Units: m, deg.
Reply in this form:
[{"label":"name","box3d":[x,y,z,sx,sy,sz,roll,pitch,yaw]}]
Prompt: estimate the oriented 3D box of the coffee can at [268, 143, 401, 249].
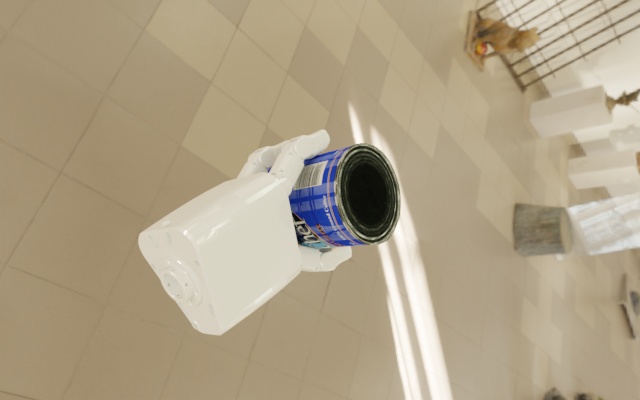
[{"label":"coffee can","box3d":[0.000,0.002,0.517,0.140,0.103,0.103,-10,-7,43]}]
